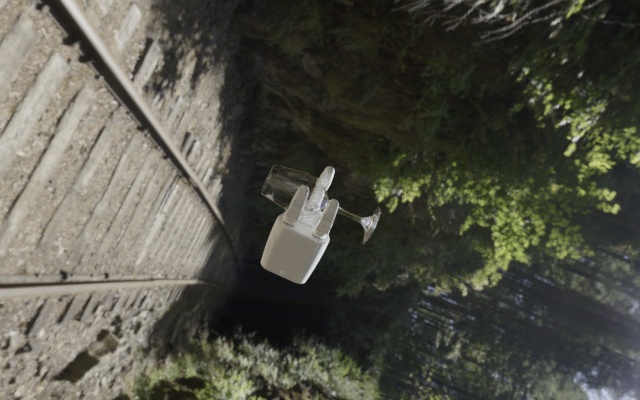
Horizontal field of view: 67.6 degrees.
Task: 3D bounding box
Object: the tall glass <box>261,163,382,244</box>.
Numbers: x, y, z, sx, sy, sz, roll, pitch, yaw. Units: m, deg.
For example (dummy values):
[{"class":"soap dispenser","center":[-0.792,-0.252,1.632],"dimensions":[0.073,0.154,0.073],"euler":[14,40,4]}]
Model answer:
[{"class":"tall glass","center":[0.001,0.003,0.835],"dimensions":[0.201,0.079,0.079],"euler":[25,-1,-2]}]
